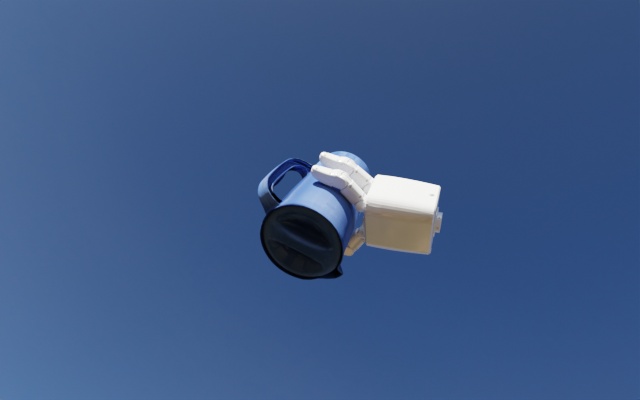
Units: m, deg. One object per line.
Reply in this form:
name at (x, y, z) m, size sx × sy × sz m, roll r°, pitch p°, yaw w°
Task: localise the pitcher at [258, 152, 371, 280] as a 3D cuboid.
pitcher at (0.000, 0.003, 0.797) m, size 0.145 × 0.149 × 0.242 m, roll 10°, pitch 31°, yaw 15°
